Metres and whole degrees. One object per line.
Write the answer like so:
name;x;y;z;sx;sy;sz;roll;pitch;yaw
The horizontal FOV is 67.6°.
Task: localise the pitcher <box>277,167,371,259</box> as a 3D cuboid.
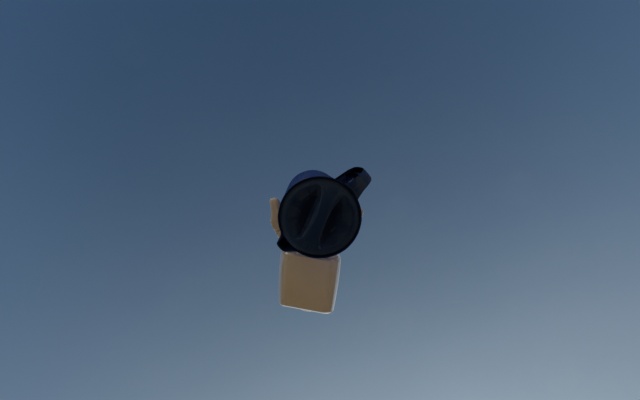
pitcher;0.000;0.003;0.863;0.149;0.145;0.243;4;10;-4
